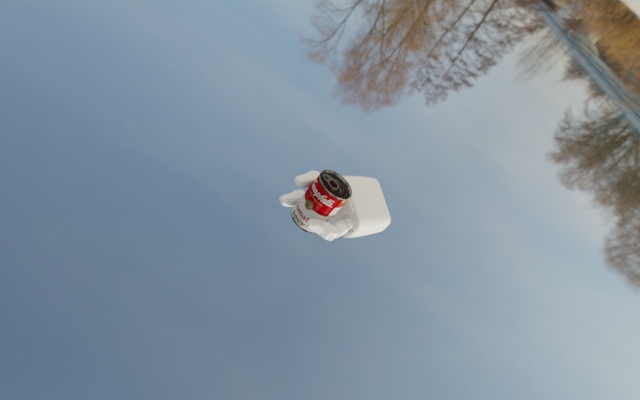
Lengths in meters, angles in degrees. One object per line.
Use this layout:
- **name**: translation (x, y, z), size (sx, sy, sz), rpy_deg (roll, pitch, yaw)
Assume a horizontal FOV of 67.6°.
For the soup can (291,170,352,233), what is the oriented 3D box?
- **soup can**: translation (0.000, 0.003, 0.859), size (0.068, 0.068, 0.102), rpy_deg (0, -38, -44)
